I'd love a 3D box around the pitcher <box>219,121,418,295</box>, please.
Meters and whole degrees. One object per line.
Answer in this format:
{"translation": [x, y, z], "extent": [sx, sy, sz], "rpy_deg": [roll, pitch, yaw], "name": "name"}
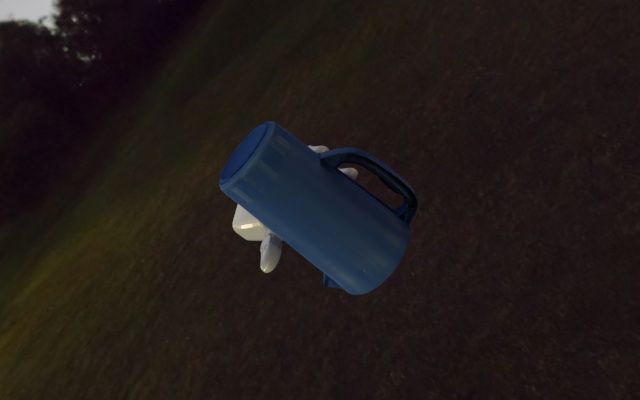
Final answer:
{"translation": [0.000, 0.002, 0.628], "extent": [0.243, 0.149, 0.145], "rpy_deg": [38, -24, -23], "name": "pitcher"}
